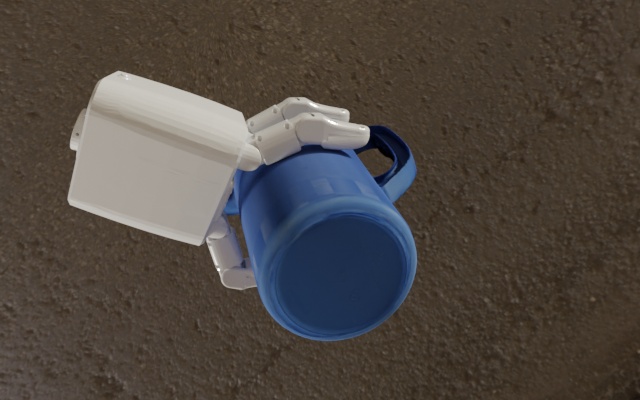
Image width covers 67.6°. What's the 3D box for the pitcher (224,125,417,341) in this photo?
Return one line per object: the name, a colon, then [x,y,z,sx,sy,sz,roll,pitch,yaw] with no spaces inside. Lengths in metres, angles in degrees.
pitcher: [0.000,0.001,0.413,0.145,0.149,0.242,18,16,-18]
